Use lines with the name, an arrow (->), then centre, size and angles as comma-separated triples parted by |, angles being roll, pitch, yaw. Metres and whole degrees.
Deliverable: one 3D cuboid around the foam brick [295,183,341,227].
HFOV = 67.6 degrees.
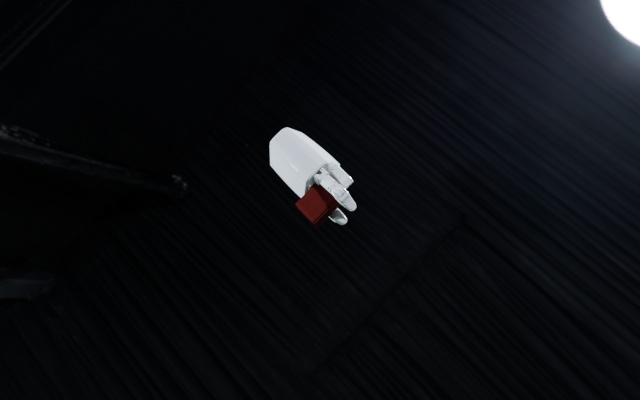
foam brick -> 0.000, 0.003, 0.881 | 0.051, 0.078, 0.053 | 44, -4, 13
